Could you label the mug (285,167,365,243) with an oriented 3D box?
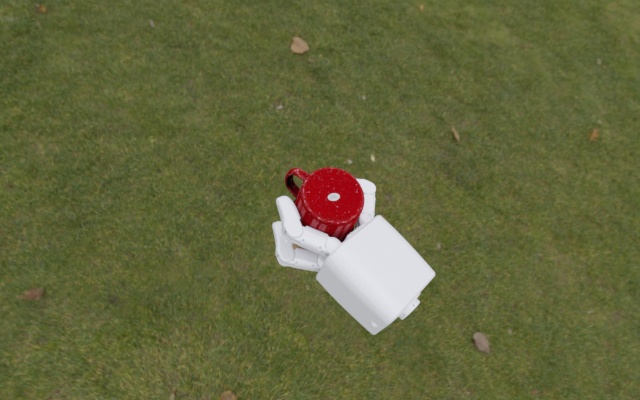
[{"bbox_3d":[-0.001,0.001,0.617,0.093,0.117,0.081,-40,-13,-27],"label":"mug"}]
